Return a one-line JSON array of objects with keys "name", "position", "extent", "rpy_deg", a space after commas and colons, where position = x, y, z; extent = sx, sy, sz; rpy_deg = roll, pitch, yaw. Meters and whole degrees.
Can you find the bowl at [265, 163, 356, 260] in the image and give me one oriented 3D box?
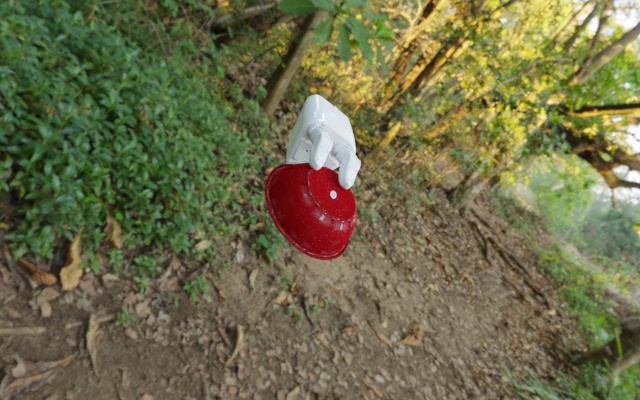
[{"name": "bowl", "position": [0.001, 0.003, 0.690], "extent": [0.162, 0.162, 0.055], "rpy_deg": [0, -29, -48]}]
